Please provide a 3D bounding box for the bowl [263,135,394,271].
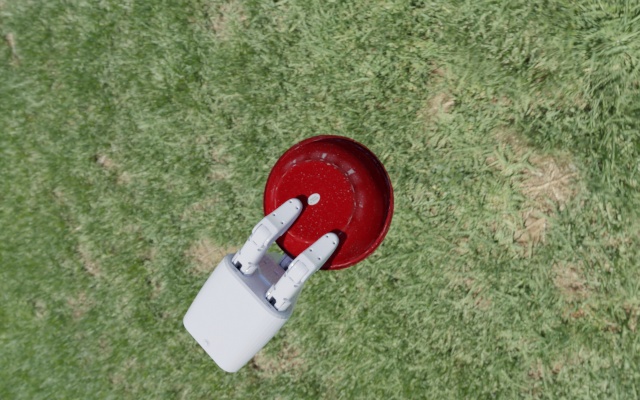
[{"bbox_3d":[0.001,0.001,0.542,0.162,0.162,0.055,0,-1,16],"label":"bowl"}]
